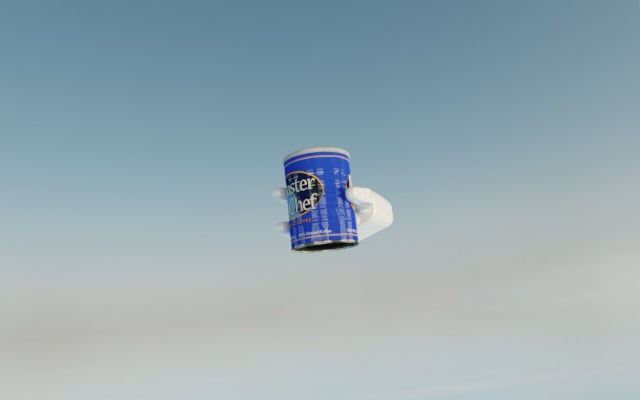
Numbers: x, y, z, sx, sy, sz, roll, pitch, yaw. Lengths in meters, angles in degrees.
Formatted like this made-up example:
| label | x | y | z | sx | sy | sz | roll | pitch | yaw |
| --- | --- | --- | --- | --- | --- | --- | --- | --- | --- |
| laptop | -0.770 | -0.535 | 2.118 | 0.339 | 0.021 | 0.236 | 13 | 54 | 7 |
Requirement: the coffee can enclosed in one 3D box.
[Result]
| label | x | y | z | sx | sy | sz | roll | pitch | yaw |
| --- | --- | --- | --- | --- | --- | --- | --- | --- | --- |
| coffee can | 0.000 | 0.002 | 0.719 | 0.103 | 0.140 | 0.103 | -6 | -13 | -1 |
